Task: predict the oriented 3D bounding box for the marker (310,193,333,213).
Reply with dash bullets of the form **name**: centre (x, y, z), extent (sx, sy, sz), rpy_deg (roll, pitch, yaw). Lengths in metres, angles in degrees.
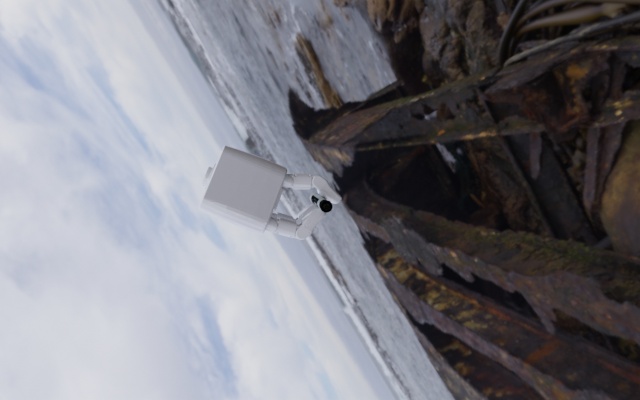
- **marker**: centre (0.000, 0.003, 0.766), extent (0.020, 0.020, 0.121), rpy_deg (0, 7, -9)
